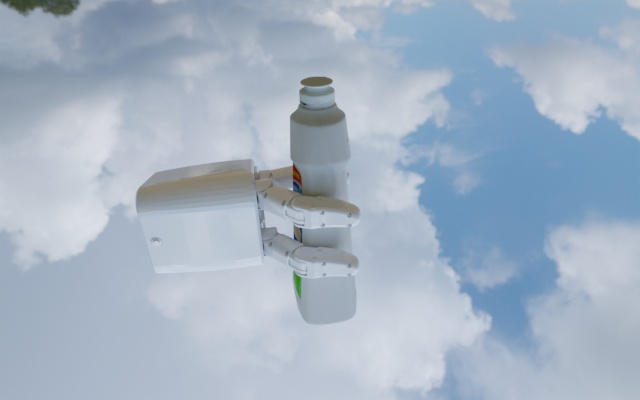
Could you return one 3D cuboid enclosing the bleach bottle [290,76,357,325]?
[{"bbox_3d":[0.000,0.002,0.477,0.068,0.251,0.102,-6,31,-7],"label":"bleach bottle"}]
